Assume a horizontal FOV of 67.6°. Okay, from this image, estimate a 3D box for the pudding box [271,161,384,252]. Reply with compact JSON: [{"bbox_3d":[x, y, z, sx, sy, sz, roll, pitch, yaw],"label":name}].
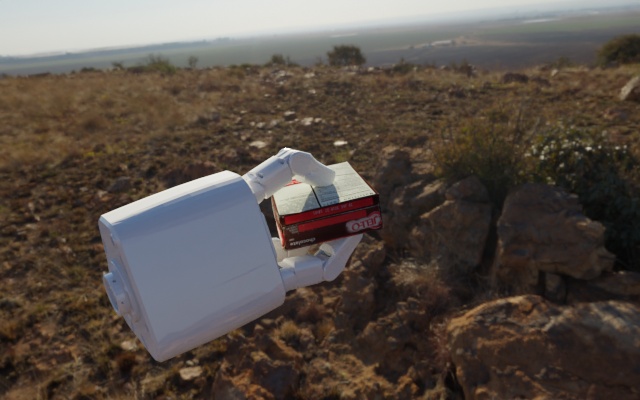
[{"bbox_3d":[0.000,0.001,0.452,0.090,0.039,0.113,-12,23,-7],"label":"pudding box"}]
